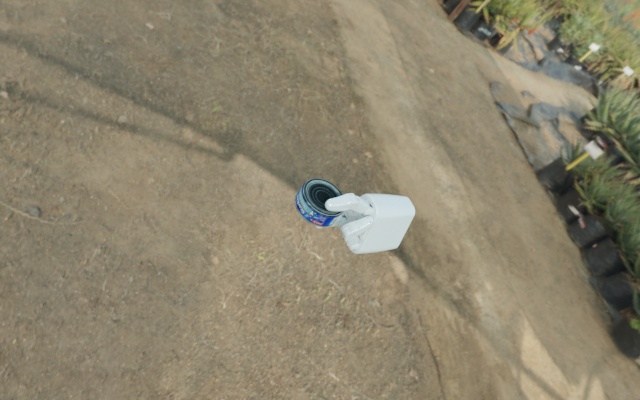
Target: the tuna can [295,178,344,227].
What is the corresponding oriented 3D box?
[{"bbox_3d":[0.000,0.002,0.840,0.086,0.086,0.034,0,-36,-33],"label":"tuna can"}]
